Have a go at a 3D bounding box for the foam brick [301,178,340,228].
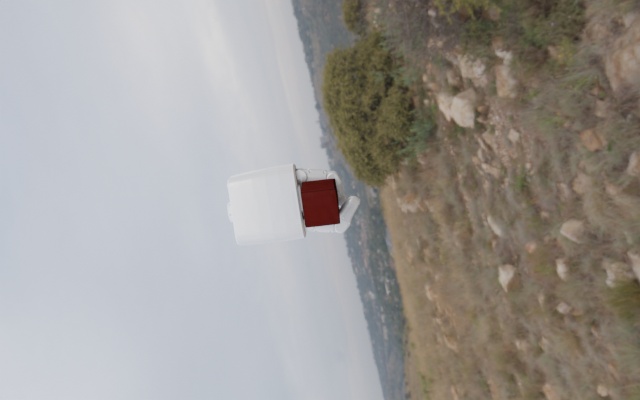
[{"bbox_3d":[0.000,0.002,0.697,0.051,0.053,0.078,-6,13,1],"label":"foam brick"}]
